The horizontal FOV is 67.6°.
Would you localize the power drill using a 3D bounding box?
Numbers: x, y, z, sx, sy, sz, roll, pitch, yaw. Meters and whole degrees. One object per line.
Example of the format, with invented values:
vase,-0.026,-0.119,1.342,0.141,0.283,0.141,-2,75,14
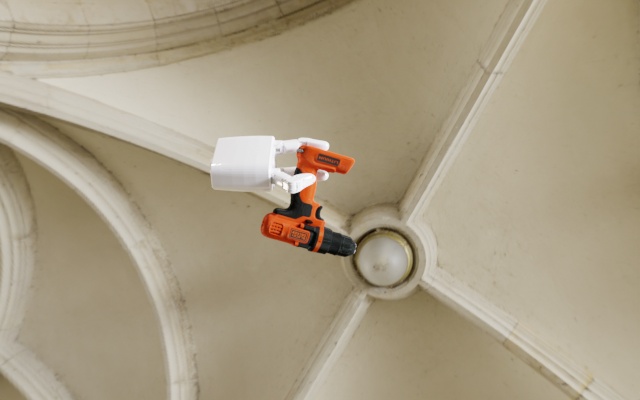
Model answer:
power drill,0.000,0.002,0.879,0.184,0.187,0.057,16,2,-16
